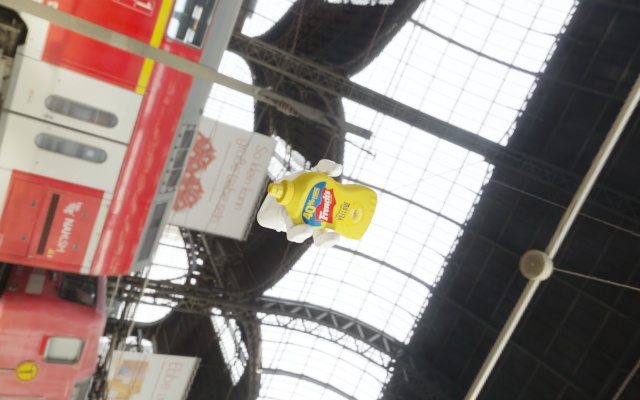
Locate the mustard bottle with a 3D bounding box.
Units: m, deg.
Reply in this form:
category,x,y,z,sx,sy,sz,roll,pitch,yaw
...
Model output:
category,x,y,z,sx,sy,sz,roll,pitch,yaw
mustard bottle,0.001,0.003,0.807,0.192,0.096,0.058,16,12,-28
